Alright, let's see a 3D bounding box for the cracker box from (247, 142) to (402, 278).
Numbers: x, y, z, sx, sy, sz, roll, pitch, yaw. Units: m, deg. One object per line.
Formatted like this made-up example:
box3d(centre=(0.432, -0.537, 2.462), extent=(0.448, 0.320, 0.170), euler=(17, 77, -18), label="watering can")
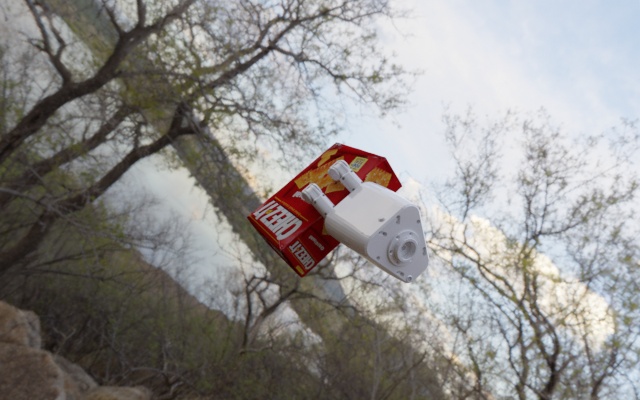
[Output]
box3d(centre=(0.000, 0.003, 0.779), extent=(0.213, 0.072, 0.164), euler=(-41, 29, -10), label="cracker box")
